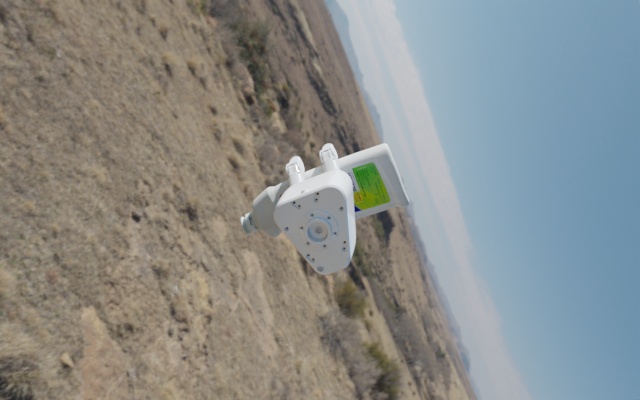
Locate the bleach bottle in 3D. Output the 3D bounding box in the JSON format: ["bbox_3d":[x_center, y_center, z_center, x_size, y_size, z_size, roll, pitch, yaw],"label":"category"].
[{"bbox_3d":[0.000,0.002,0.730,0.251,0.102,0.068,-21,10,9],"label":"bleach bottle"}]
